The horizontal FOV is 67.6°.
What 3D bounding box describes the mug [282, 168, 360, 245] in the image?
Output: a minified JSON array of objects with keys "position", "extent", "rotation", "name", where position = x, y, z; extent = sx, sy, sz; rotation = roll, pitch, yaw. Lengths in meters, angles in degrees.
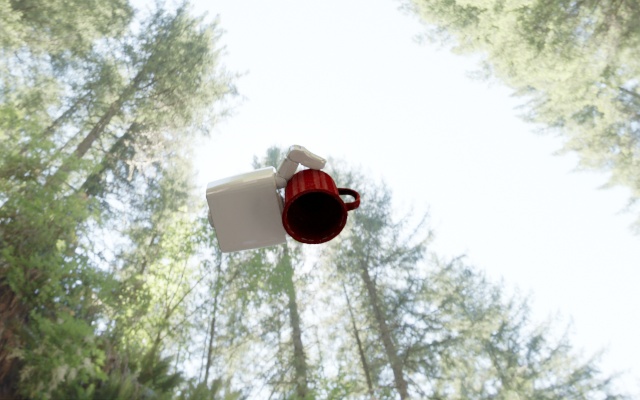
[{"position":[0.002,0.002,0.702],"extent":[0.117,0.093,0.081],"rotation":[-11,30,-1],"name":"mug"}]
